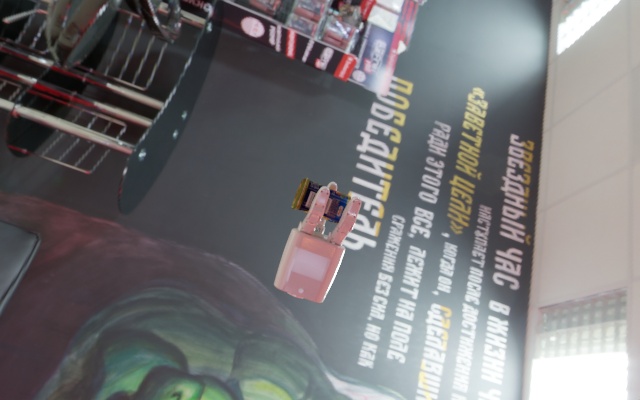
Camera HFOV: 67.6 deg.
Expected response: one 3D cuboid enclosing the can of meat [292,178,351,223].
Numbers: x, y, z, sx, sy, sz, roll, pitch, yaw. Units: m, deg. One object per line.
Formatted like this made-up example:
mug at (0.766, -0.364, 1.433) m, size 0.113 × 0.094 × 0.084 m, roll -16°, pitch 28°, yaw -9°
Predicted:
can of meat at (0.000, 0.003, 0.840) m, size 0.084 × 0.057 × 0.102 m, roll 21°, pitch -3°, yaw -7°
